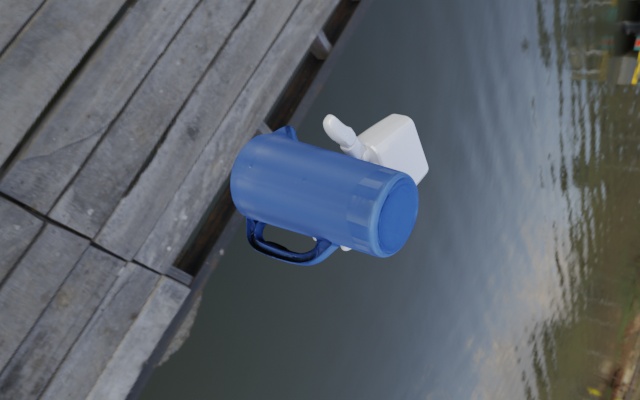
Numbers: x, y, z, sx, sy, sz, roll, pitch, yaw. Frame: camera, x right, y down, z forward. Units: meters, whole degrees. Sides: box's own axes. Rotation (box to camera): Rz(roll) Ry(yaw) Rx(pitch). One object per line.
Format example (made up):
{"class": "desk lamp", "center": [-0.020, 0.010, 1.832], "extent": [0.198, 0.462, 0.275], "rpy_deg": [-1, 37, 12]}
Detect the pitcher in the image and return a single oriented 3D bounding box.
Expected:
{"class": "pitcher", "center": [0.000, 0.002, 0.647], "extent": [0.243, 0.149, 0.145], "rpy_deg": [17, 42, 37]}
